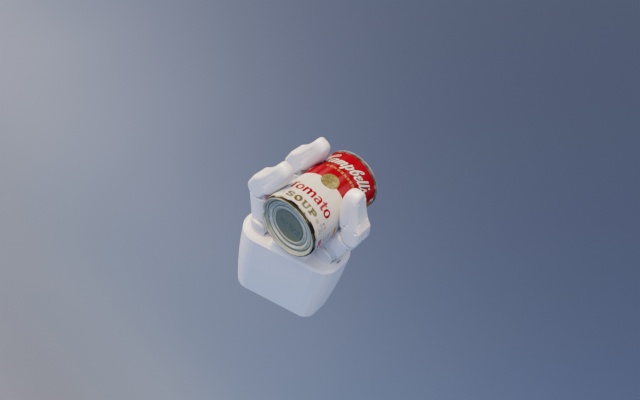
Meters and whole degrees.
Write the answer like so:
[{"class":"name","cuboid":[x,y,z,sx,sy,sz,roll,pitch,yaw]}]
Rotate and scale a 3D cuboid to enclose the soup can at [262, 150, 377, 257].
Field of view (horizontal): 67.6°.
[{"class":"soup can","cuboid":[0.000,0.001,0.476,0.068,0.068,0.102,0,28,46]}]
